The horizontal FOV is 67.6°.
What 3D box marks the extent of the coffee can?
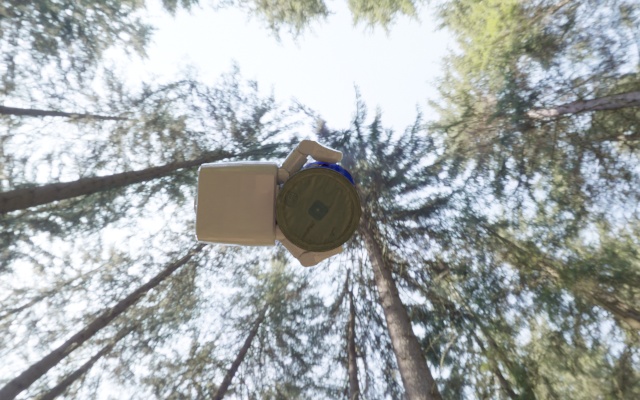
[{"bbox_3d":[0.000,0.002,0.633,0.103,0.103,0.140,0,8,3],"label":"coffee can"}]
